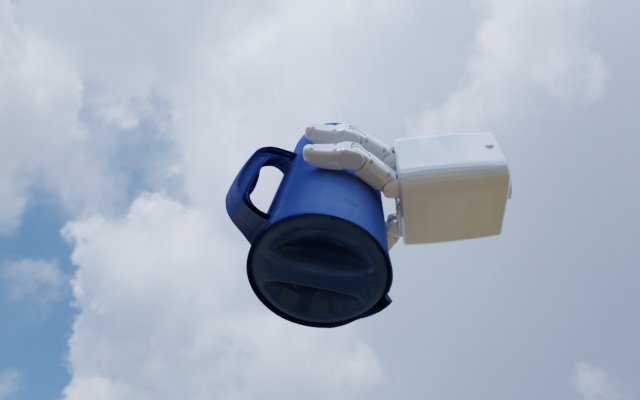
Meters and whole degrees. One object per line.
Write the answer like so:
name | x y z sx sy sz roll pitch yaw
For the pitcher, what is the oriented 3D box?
pitcher | 0.000 0.002 0.522 0.145 0.149 0.242 -5 31 9
